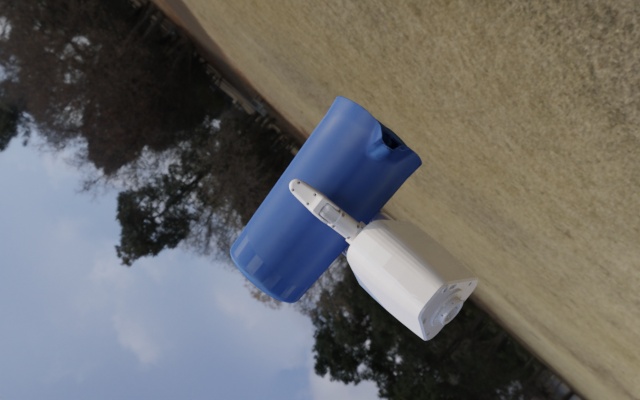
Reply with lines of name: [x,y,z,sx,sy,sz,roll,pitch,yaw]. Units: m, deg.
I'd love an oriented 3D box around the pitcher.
pitcher: [0.000,0.002,0.603,0.145,0.243,0.149,40,2,32]
